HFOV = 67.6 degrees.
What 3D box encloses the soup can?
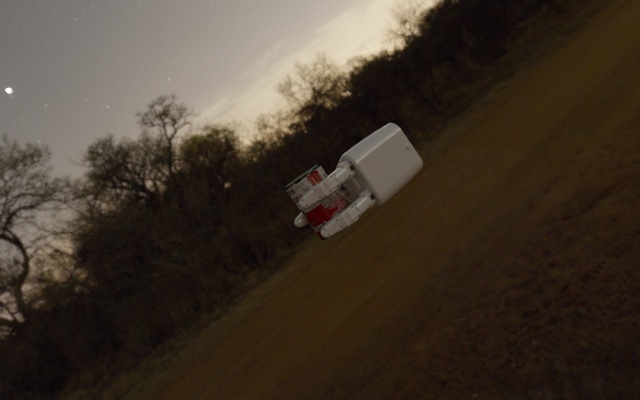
[{"bbox_3d":[0.000,0.003,0.747,0.068,0.102,0.068,-35,6,4],"label":"soup can"}]
